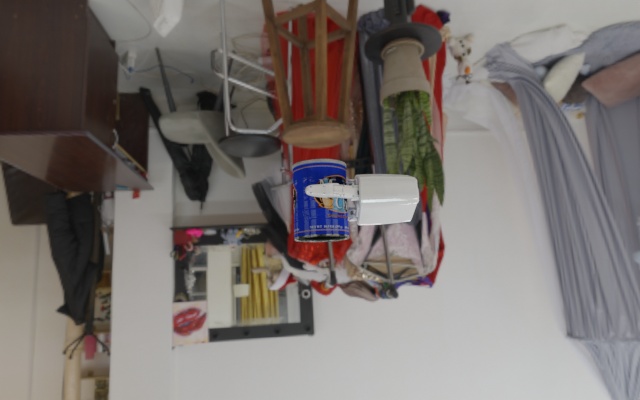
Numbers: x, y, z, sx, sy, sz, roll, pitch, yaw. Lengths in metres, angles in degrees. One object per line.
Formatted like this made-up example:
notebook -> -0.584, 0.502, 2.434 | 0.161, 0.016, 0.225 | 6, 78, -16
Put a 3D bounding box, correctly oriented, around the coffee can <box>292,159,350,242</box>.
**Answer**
coffee can -> 0.000, 0.003, 0.890 | 0.103, 0.140, 0.103 | -2, -11, 0
